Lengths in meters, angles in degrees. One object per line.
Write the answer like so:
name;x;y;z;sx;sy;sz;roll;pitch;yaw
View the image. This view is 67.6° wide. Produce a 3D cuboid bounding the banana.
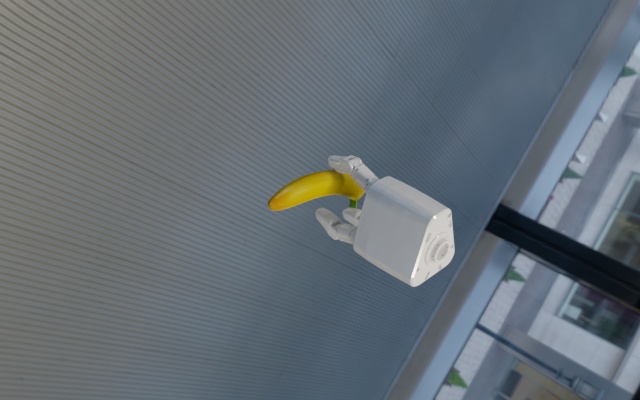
banana;0.009;-0.014;0.712;0.198;0.070;0.037;1;26;-47
